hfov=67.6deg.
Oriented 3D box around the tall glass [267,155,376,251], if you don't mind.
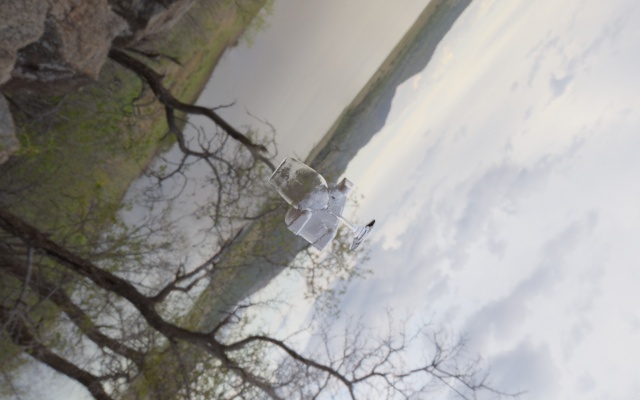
[{"bbox_3d":[0.001,0.003,0.872,0.201,0.079,0.079,38,-5,-6],"label":"tall glass"}]
